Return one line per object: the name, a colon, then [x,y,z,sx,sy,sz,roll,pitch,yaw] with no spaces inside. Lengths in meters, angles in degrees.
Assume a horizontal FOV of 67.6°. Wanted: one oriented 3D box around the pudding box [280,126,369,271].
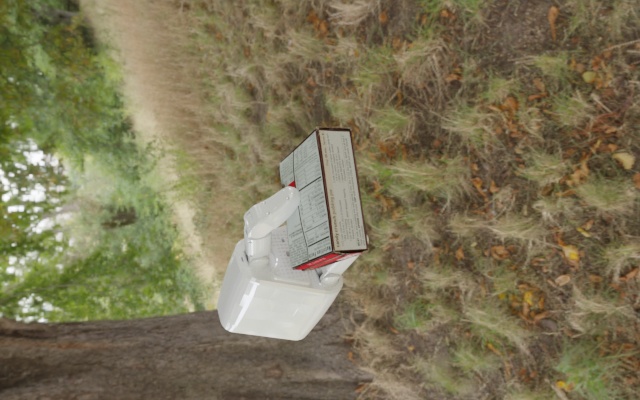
pudding box: [0.000,0.001,0.434,0.039,0.113,0.090,-2,-15,-28]
